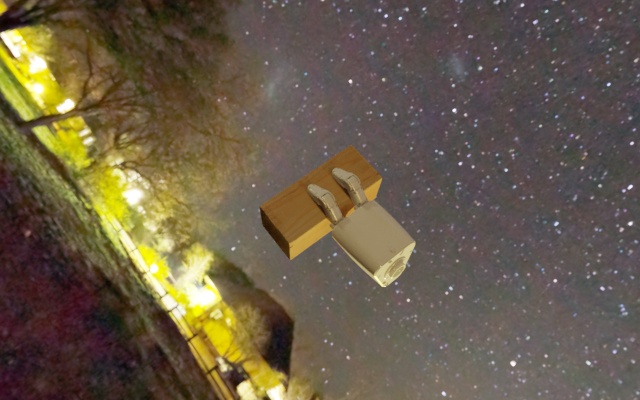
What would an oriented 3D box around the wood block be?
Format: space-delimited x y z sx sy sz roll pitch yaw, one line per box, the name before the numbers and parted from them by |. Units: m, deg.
wood block | 0.000 0.003 0.868 0.206 0.090 0.091 -35 -19 -18
